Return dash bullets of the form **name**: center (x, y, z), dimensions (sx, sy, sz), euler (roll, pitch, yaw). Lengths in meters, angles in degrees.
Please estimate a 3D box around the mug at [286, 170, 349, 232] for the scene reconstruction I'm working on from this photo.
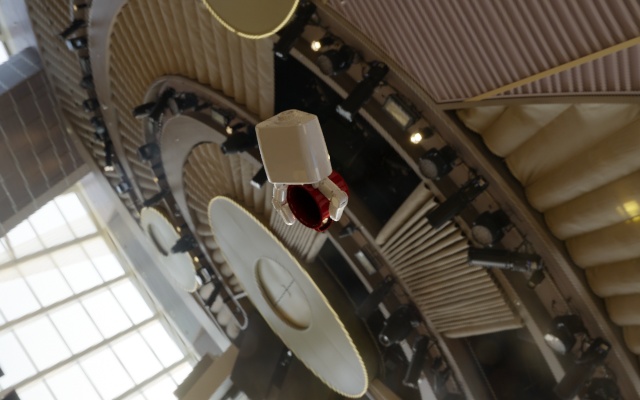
- **mug**: center (0.001, 0.004, 0.880), dimensions (0.093, 0.117, 0.081), euler (15, 39, 44)
